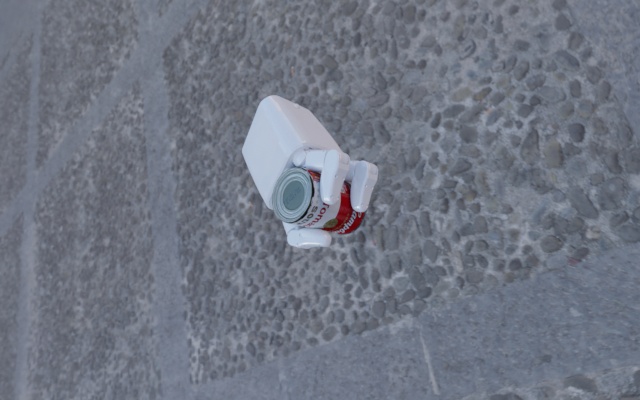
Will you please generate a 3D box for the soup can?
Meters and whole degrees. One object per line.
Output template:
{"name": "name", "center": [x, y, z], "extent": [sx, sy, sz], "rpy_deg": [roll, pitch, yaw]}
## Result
{"name": "soup can", "center": [0.000, 0.002, 0.582], "extent": [0.068, 0.068, 0.102], "rpy_deg": [0, -10, 42]}
